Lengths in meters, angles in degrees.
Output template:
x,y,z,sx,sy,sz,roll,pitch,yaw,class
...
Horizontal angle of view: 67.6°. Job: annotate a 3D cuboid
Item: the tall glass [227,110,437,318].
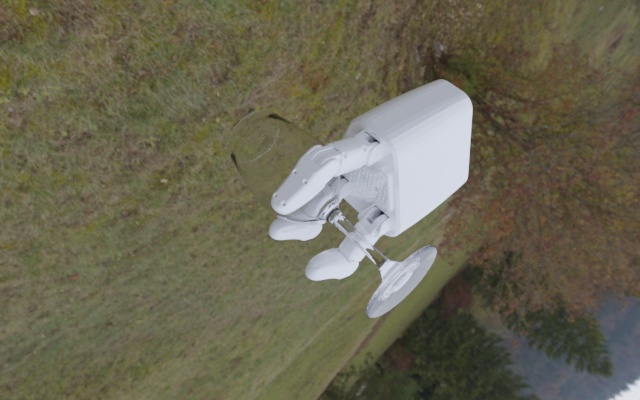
x,y,z,sx,sy,sz,roll,pitch,yaw,class
0.000,0.002,0.409,0.201,0.079,0.079,44,24,27,tall glass
